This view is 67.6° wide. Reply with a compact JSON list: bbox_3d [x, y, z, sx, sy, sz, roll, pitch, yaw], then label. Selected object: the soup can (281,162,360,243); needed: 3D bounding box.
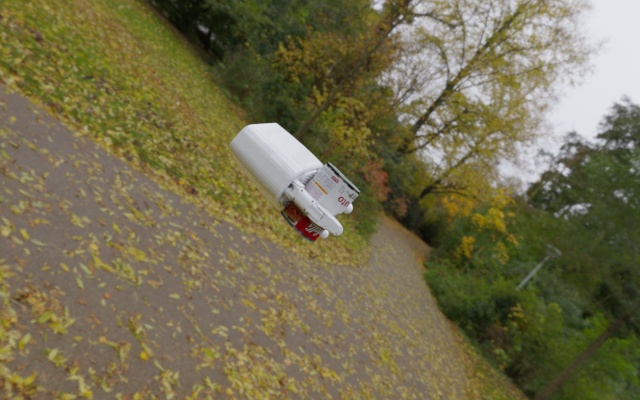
[{"bbox_3d":[0.001,0.002,0.704,0.068,0.102,0.068,43,7,-6],"label":"soup can"}]
